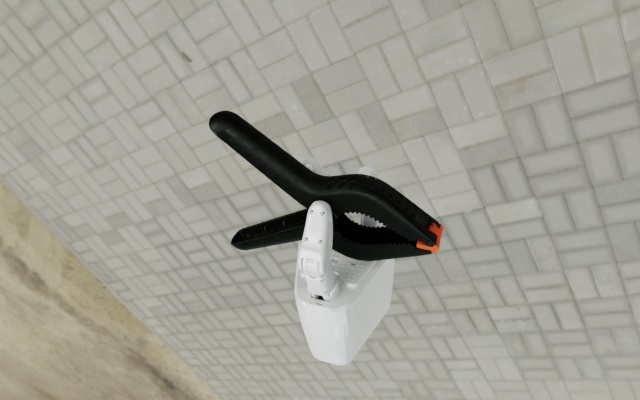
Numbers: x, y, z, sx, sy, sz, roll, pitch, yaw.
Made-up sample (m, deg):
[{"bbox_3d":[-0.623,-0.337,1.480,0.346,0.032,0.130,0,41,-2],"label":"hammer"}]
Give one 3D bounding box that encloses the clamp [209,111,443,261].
[{"bbox_3d":[0.000,0.002,0.416,0.210,0.165,0.036,9,47,17],"label":"clamp"}]
